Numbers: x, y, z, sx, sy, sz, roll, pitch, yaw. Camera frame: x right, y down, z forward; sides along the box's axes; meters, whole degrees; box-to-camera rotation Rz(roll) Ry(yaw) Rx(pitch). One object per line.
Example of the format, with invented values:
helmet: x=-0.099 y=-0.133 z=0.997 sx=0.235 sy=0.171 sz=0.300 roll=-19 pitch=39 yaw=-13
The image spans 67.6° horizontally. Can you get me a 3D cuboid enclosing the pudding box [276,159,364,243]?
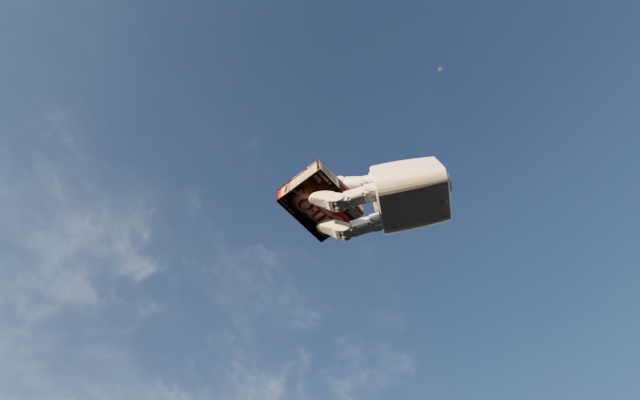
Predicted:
pudding box: x=0.000 y=0.002 z=0.750 sx=0.090 sy=0.113 sz=0.039 roll=-36 pitch=26 yaw=20
